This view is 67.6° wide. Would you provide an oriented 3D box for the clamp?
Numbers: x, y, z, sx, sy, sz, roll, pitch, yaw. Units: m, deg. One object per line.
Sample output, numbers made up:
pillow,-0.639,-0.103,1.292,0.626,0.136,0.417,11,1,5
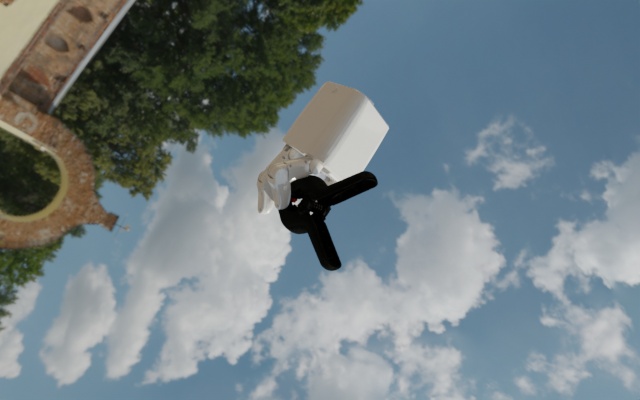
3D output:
clamp,0.000,0.002,0.595,0.039,0.120,0.171,34,-1,-39
